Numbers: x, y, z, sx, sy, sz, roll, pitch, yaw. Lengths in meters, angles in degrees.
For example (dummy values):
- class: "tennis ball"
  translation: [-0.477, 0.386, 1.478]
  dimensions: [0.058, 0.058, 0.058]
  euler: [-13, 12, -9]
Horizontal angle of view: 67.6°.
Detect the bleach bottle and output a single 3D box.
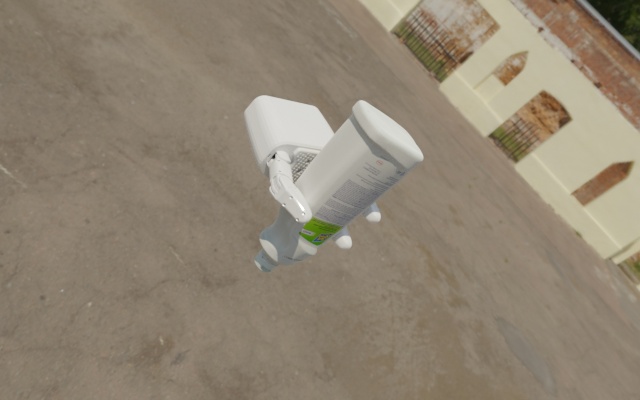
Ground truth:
- class: "bleach bottle"
  translation: [0.000, 0.002, 0.578]
  dimensions: [0.102, 0.068, 0.251]
  euler: [24, -58, -41]
